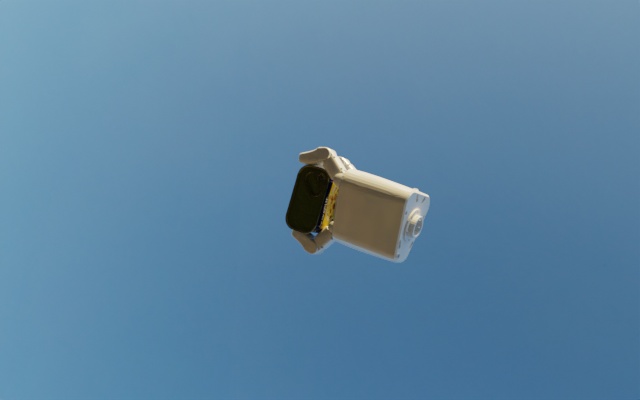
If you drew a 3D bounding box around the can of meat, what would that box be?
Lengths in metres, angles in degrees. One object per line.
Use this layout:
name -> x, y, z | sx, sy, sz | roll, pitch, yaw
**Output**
can of meat -> 0.000, 0.003, 0.750 | 0.057, 0.102, 0.084 | 17, 2, 32
